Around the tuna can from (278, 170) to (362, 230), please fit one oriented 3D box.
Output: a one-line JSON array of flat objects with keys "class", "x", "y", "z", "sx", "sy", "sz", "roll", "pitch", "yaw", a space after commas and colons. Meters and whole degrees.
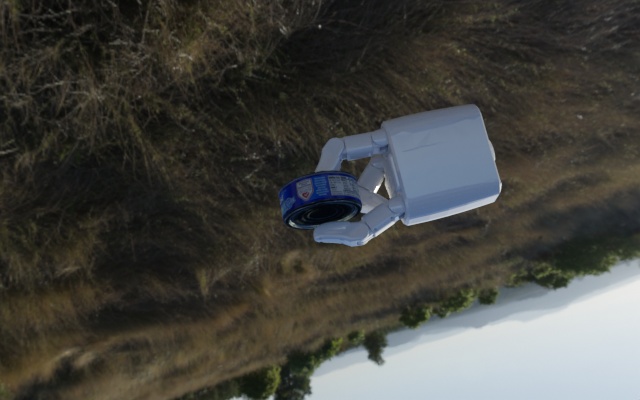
[{"class": "tuna can", "x": 0.000, "y": 0.002, "z": 0.504, "sx": 0.086, "sy": 0.033, "sz": 0.086, "roll": -9, "pitch": -21, "yaw": -4}]
